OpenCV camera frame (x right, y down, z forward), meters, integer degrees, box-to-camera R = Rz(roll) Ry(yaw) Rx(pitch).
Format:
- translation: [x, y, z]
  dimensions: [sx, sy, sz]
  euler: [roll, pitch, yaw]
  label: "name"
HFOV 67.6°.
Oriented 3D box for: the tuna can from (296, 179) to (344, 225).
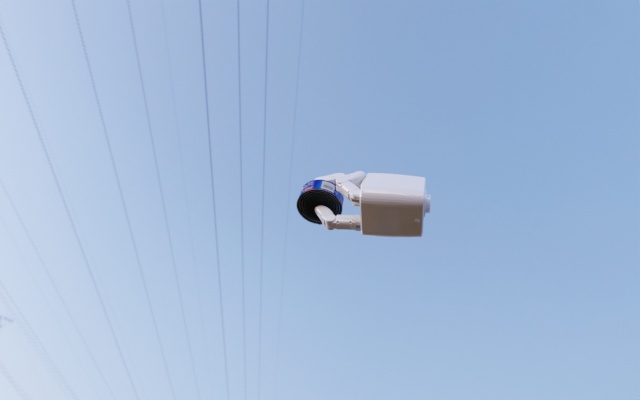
- translation: [0.000, 0.003, 0.892]
  dimensions: [0.086, 0.086, 0.033]
  euler: [0, 40, 11]
  label: "tuna can"
